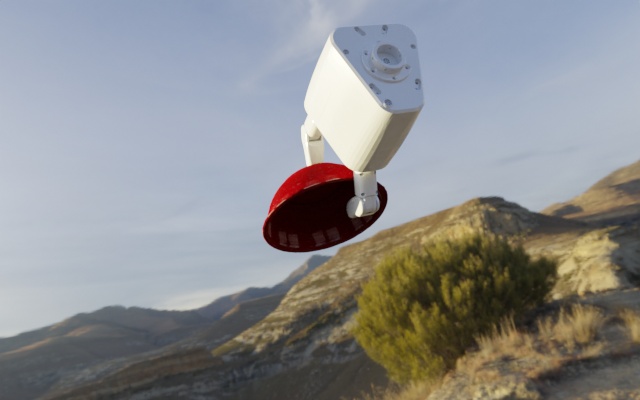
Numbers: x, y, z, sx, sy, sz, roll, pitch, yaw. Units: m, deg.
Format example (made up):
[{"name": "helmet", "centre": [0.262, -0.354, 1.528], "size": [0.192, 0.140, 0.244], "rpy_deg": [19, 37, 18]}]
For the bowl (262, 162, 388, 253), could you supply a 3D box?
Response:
[{"name": "bowl", "centre": [-0.001, 0.002, 0.603], "size": [0.162, 0.055, 0.162], "rpy_deg": [-15, -32, -9]}]
